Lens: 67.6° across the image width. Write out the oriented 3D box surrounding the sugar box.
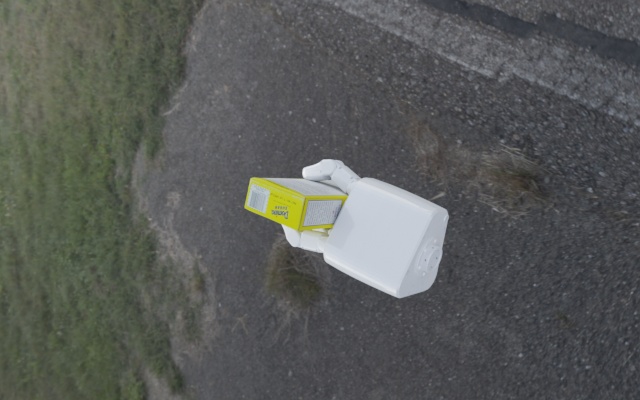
[{"bbox_3d":[0.000,0.003,0.612,0.093,0.048,0.176,21,12,37],"label":"sugar box"}]
